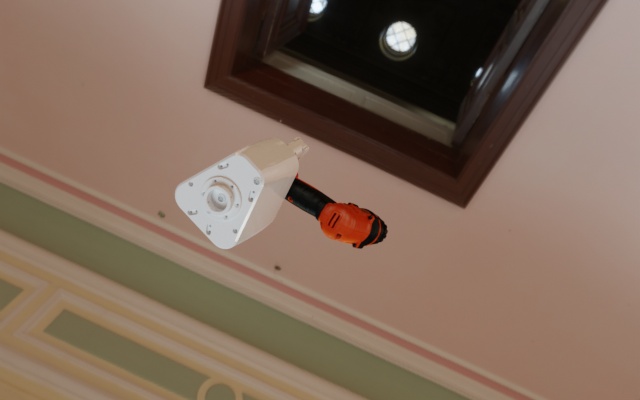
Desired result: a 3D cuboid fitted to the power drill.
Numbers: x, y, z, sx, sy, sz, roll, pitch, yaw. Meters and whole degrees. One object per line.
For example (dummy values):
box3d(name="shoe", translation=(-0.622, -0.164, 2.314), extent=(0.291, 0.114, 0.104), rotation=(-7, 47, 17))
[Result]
box3d(name="power drill", translation=(0.000, 0.002, 0.673), extent=(0.187, 0.057, 0.184), rotation=(30, 3, 24))
